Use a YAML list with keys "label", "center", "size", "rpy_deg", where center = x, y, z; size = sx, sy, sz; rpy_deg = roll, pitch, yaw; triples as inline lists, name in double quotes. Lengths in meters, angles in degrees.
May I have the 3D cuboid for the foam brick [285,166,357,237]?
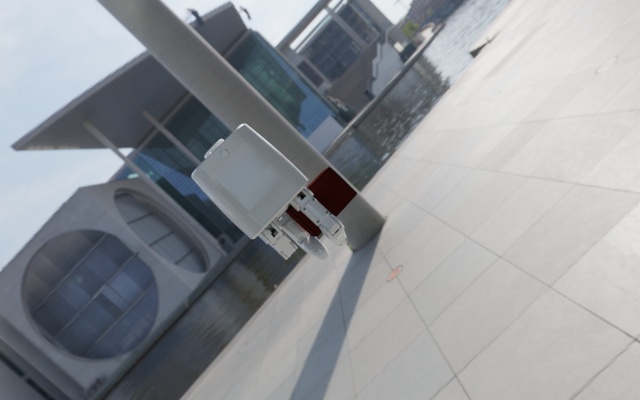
- label: "foam brick"
  center: [0.000, 0.002, 0.617]
  size: [0.051, 0.078, 0.053]
  rpy_deg: [44, -9, -4]
